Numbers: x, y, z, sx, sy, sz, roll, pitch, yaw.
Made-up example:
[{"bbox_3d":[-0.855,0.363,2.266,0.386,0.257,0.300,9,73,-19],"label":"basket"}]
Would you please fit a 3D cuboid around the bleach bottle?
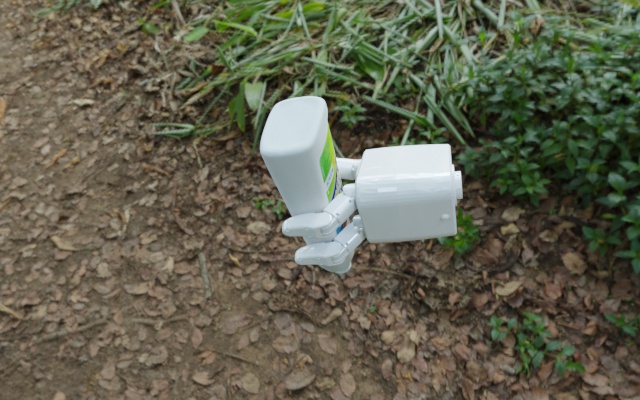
[{"bbox_3d":[0.000,0.002,0.597,0.068,0.102,0.251,-3,-43,17],"label":"bleach bottle"}]
